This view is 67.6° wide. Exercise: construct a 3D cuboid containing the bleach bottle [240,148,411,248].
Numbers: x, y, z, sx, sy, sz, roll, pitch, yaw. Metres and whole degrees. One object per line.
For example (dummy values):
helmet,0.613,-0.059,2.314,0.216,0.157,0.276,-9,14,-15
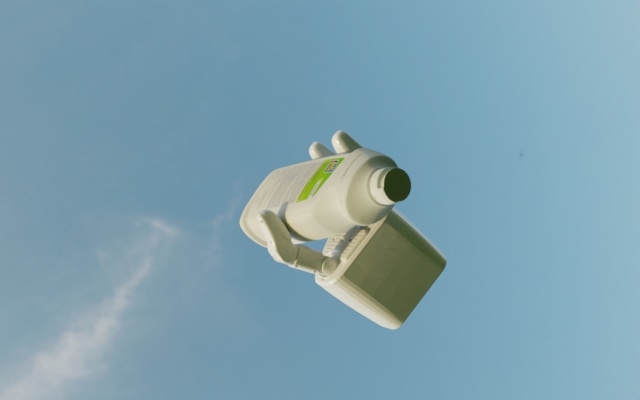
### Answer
bleach bottle,0.000,0.002,0.494,0.068,0.102,0.251,37,-19,-21
